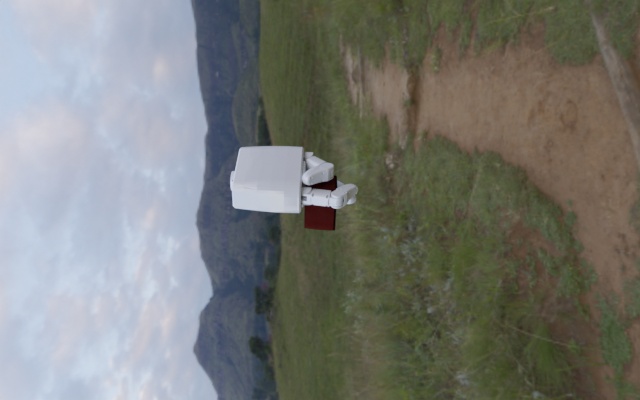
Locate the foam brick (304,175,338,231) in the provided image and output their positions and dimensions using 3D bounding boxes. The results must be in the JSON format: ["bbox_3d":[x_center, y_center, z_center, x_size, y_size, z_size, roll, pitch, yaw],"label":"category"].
[{"bbox_3d":[0.000,0.003,0.783,0.051,0.078,0.053,2,30,-1],"label":"foam brick"}]
